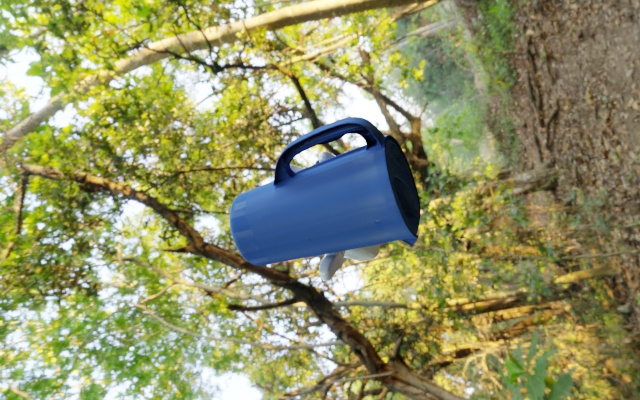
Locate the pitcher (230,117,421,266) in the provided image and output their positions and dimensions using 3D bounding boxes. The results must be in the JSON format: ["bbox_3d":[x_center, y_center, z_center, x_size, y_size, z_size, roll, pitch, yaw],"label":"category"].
[{"bbox_3d":[0.000,0.002,0.634,0.243,0.149,0.145,-16,-20,22],"label":"pitcher"}]
